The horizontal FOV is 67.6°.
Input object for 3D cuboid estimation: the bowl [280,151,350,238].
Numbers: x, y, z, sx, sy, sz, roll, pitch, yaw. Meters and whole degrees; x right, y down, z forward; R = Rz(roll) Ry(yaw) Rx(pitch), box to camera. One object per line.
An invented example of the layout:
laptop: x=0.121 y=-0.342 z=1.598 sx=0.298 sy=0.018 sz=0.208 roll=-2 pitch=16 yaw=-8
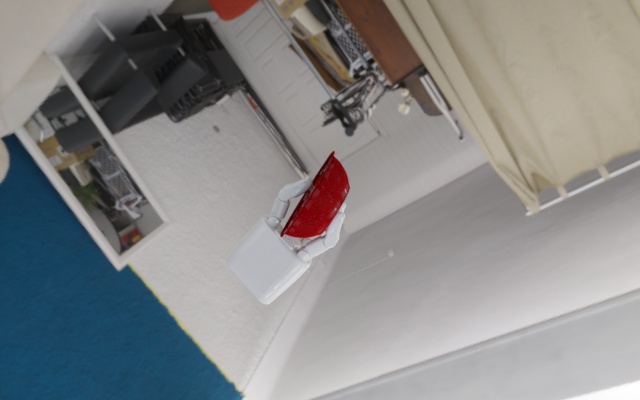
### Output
bowl: x=0.001 y=0.002 z=0.760 sx=0.055 sy=0.162 sz=0.162 roll=32 pitch=-3 yaw=-4
